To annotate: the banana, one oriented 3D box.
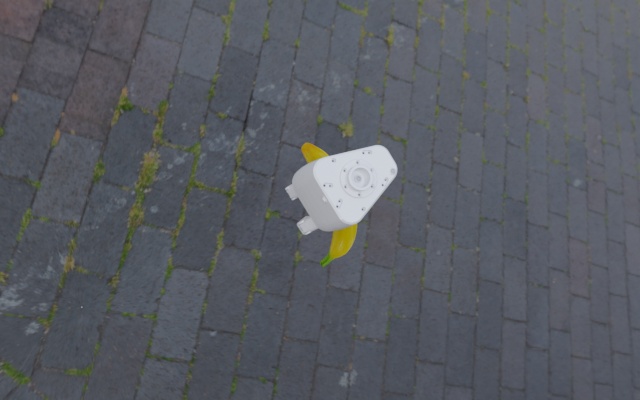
[{"bbox_3d":[0.019,0.003,0.746,0.069,0.198,0.037,-9,0,-6],"label":"banana"}]
